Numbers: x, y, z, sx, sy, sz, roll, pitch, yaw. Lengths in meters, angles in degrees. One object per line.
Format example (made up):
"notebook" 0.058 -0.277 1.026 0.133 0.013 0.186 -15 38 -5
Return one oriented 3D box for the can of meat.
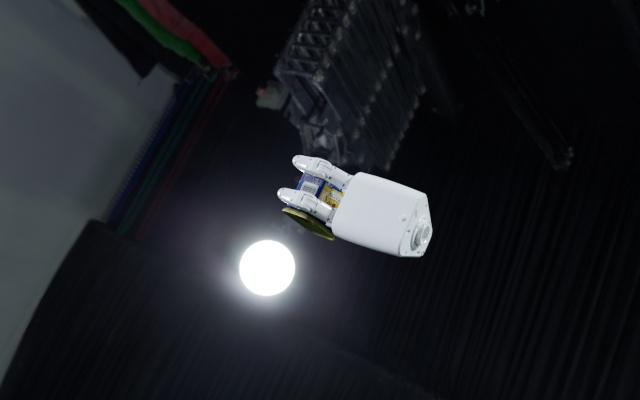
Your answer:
"can of meat" 0.000 0.002 0.732 0.057 0.084 0.102 18 -14 35
